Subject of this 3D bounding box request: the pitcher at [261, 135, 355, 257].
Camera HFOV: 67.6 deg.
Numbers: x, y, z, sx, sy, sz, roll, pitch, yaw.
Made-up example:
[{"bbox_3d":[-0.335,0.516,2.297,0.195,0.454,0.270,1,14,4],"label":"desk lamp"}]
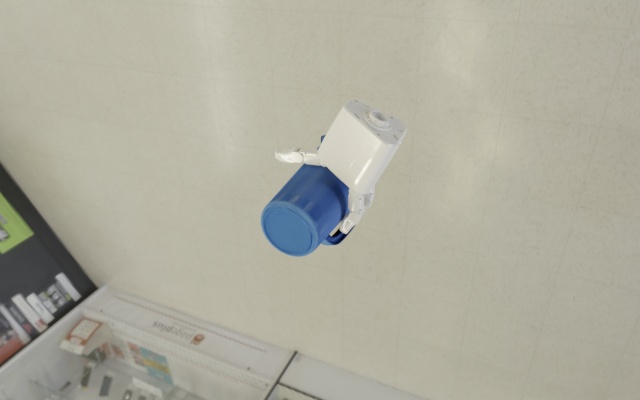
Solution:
[{"bbox_3d":[0.000,0.003,0.863,0.149,0.145,0.242,34,39,6],"label":"pitcher"}]
